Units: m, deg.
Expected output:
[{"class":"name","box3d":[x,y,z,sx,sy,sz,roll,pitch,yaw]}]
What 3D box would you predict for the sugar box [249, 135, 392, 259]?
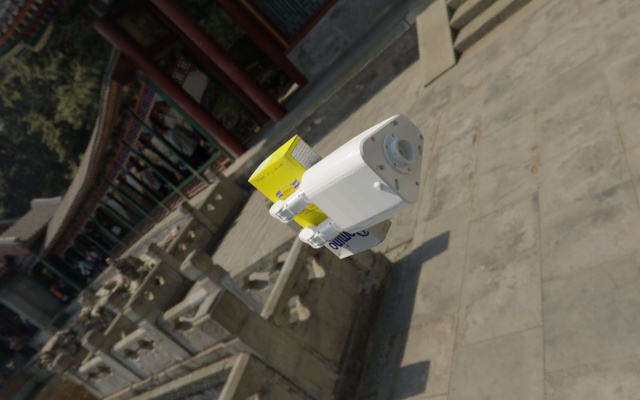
[{"class":"sugar box","box3d":[0.000,0.002,0.634,0.176,0.048,0.093,43,-39,-15]}]
